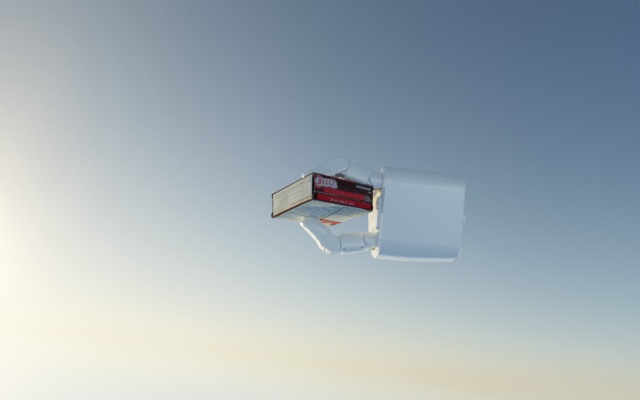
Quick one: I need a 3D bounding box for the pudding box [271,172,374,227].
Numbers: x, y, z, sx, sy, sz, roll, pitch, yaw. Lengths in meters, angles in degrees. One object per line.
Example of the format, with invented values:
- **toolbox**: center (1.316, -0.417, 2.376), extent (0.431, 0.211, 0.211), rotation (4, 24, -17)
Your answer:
- **pudding box**: center (0.000, 0.002, 0.612), extent (0.090, 0.039, 0.113), rotation (13, -21, -30)
